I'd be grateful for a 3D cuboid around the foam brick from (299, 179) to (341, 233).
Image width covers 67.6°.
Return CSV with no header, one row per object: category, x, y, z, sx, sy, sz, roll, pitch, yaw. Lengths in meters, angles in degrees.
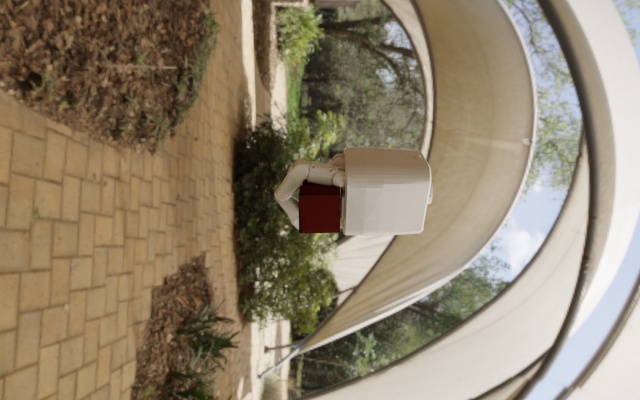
foam brick,0.000,0.002,0.609,0.051,0.053,0.078,1,24,1
